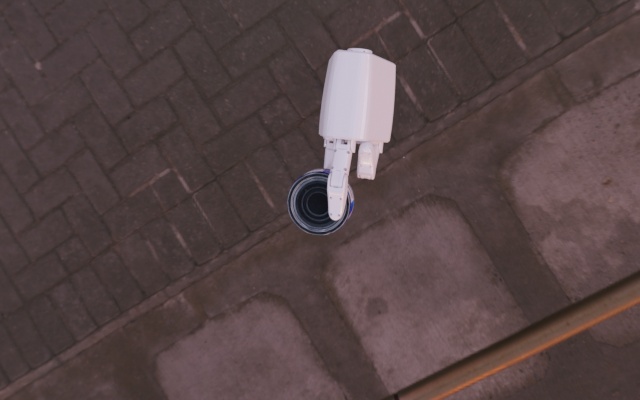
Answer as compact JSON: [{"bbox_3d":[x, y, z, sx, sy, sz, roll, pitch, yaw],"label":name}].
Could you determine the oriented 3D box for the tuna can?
[{"bbox_3d":[0.000,0.002,0.628,0.086,0.086,0.033,0,11,11],"label":"tuna can"}]
